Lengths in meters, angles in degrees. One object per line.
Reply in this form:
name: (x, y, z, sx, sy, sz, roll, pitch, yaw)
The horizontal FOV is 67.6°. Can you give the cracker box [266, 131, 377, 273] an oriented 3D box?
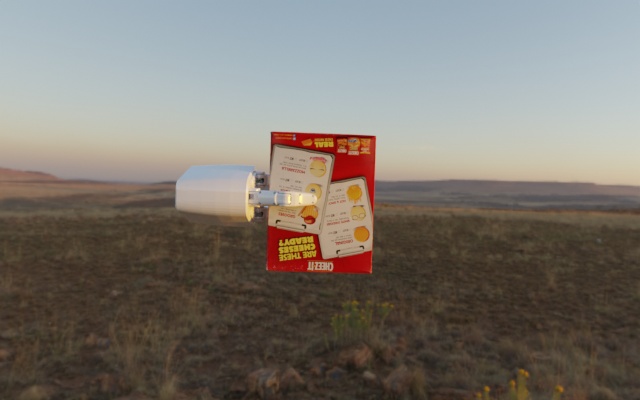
cracker box: (0.000, 0.002, 0.756, 0.164, 0.213, 0.072, 2, 2, -1)
